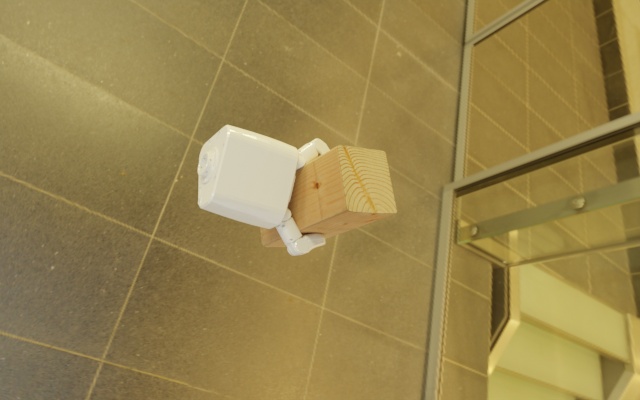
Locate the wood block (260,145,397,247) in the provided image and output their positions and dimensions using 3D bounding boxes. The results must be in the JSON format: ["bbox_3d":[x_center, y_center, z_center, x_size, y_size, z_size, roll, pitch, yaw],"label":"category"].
[{"bbox_3d":[0.000,0.003,0.695,0.090,0.090,0.206,3,-18,-38],"label":"wood block"}]
